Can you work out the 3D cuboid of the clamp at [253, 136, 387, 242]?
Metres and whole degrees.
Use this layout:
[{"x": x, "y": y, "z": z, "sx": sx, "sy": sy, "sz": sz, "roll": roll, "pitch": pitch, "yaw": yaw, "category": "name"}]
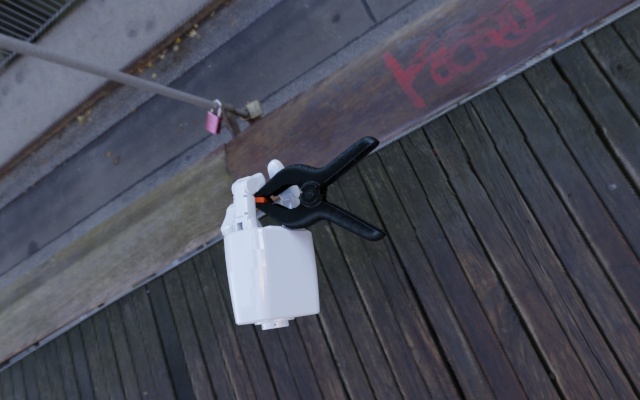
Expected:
[{"x": 0.000, "y": 0.002, "z": 0.571, "sx": 0.171, "sy": 0.120, "sz": 0.039, "roll": -16, "pitch": -16, "yaw": 23, "category": "clamp"}]
